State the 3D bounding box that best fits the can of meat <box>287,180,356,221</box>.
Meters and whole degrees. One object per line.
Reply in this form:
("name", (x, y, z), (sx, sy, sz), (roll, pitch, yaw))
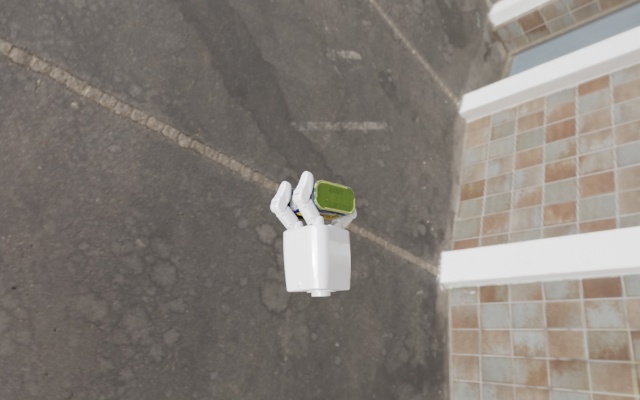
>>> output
("can of meat", (0.000, 0.003, 0.855), (0.102, 0.057, 0.084), (12, -18, -41))
